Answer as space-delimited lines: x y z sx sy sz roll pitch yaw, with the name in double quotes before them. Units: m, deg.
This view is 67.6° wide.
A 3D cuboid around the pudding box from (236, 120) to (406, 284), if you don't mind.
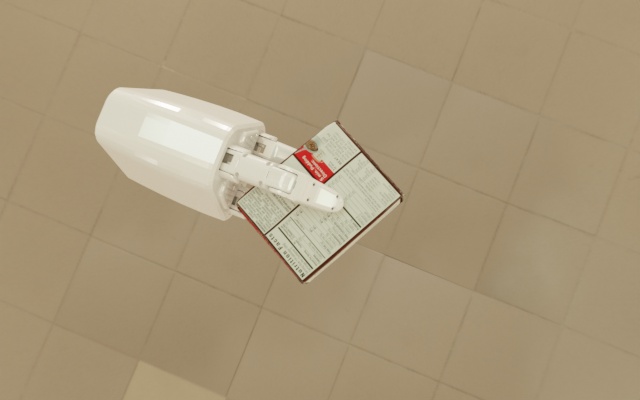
"pudding box" 0.000 0.001 0.402 0.113 0.090 0.039 -41 -8 1
